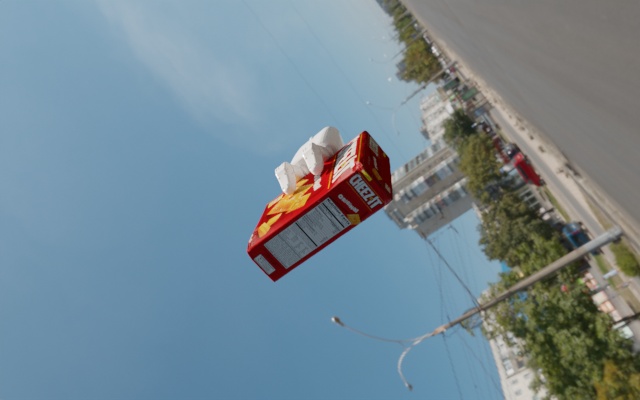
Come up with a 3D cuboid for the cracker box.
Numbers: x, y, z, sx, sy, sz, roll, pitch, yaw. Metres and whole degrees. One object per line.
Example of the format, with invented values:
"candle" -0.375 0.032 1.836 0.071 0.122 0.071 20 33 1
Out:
"cracker box" 0.000 0.003 0.708 0.214 0.072 0.164 -37 16 20
